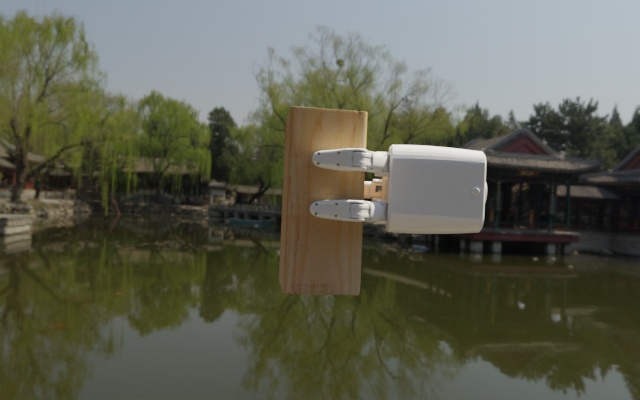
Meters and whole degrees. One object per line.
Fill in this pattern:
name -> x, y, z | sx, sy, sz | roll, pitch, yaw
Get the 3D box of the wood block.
wood block -> 0.000, 0.002, 0.571 | 0.090, 0.206, 0.091 | 3, -1, -7
